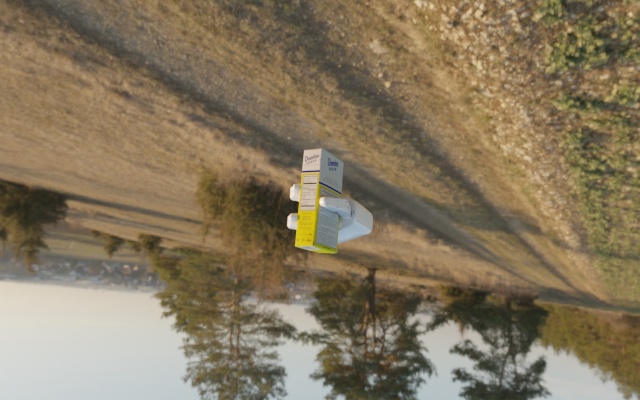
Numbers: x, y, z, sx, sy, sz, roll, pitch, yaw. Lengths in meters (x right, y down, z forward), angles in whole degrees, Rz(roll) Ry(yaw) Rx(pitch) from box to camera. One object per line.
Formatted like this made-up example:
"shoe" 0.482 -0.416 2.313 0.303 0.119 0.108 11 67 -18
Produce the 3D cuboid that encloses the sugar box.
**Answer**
"sugar box" 0.000 0.003 0.869 0.048 0.176 0.093 -4 -15 27
